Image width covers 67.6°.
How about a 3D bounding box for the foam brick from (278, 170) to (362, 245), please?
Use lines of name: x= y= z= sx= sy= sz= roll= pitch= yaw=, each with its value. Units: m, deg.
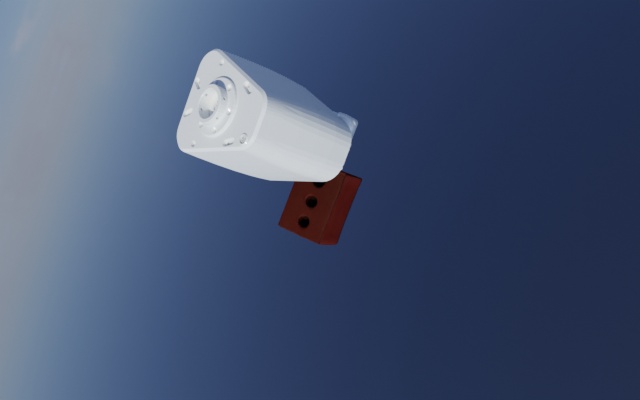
foam brick: x=0.000 y=0.002 z=0.499 sx=0.053 sy=0.078 sz=0.051 roll=23 pitch=7 yaw=22
